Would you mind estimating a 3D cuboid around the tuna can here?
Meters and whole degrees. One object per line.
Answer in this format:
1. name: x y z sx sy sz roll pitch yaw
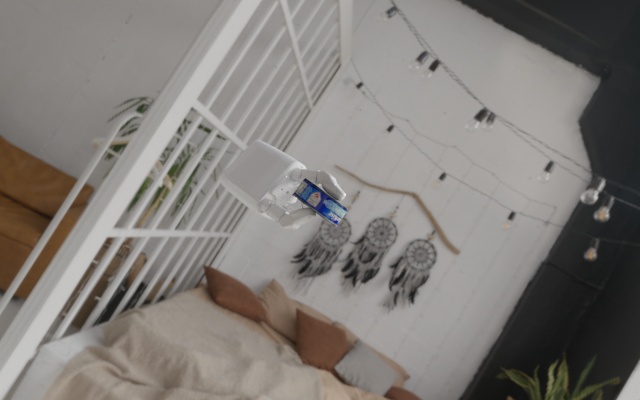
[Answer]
1. tuna can: 0.001 0.002 0.743 0.086 0.034 0.086 36 1 0
